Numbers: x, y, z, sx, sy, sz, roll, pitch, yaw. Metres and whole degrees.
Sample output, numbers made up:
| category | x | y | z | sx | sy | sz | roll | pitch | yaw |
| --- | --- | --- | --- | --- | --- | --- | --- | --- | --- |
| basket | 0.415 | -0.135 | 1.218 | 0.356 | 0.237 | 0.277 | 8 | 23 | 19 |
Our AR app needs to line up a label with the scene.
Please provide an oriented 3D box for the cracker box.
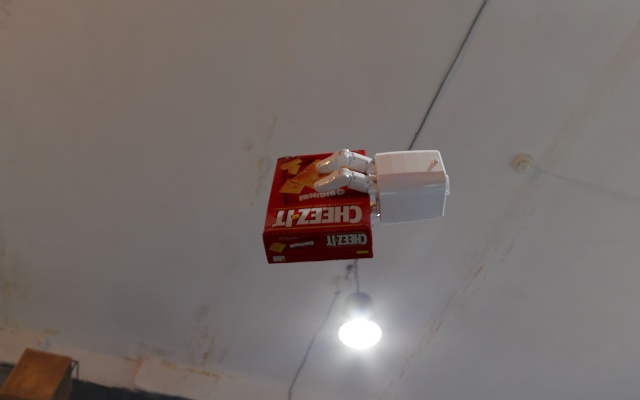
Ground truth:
| category | x | y | z | sx | sy | sz | roll | pitch | yaw |
| --- | --- | --- | --- | --- | --- | --- | --- | --- | --- |
| cracker box | 0.000 | 0.003 | 0.790 | 0.164 | 0.072 | 0.213 | -4 | 37 | 6 |
